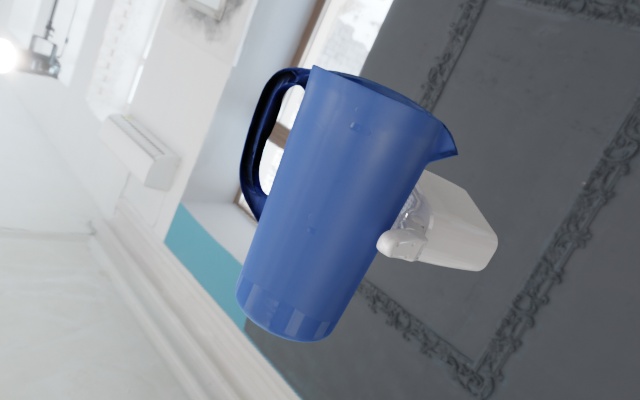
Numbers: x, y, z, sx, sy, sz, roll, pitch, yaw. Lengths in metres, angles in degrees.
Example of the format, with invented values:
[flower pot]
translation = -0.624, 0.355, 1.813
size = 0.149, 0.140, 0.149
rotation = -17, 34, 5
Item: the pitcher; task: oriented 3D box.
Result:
[pitcher]
translation = 0.000, 0.002, 0.455
size = 0.145, 0.243, 0.149
rotation = 16, 16, -31
